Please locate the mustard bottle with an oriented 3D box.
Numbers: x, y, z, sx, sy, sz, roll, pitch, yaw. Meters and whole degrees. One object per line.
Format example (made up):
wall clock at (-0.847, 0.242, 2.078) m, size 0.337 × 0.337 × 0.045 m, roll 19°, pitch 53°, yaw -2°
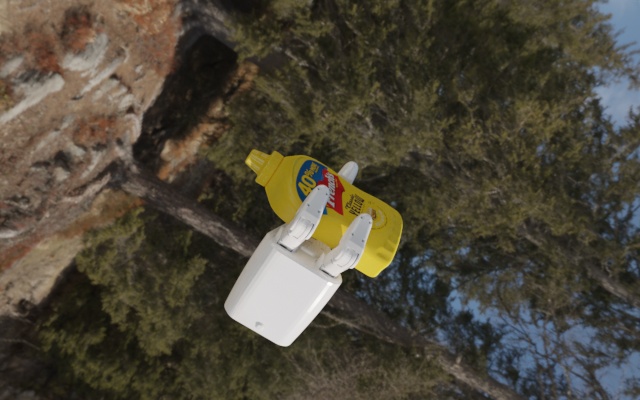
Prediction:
mustard bottle at (0.000, 0.002, 0.543) m, size 0.191 × 0.096 × 0.058 m, roll 32°, pitch -48°, yaw -8°
